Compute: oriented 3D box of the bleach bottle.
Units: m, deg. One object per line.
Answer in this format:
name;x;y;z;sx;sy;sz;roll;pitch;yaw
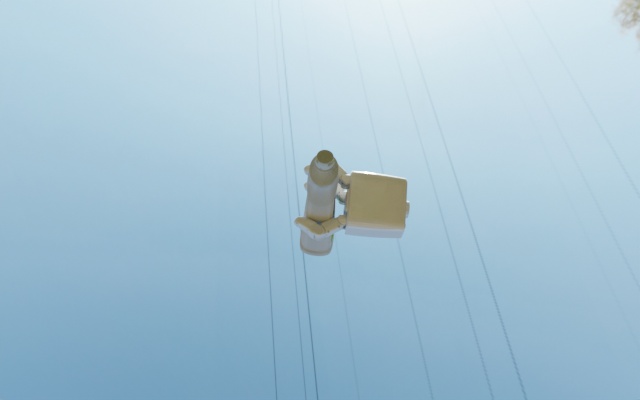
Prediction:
bleach bottle;0.000;0.003;0.877;0.068;0.102;0.251;7;-33;1
